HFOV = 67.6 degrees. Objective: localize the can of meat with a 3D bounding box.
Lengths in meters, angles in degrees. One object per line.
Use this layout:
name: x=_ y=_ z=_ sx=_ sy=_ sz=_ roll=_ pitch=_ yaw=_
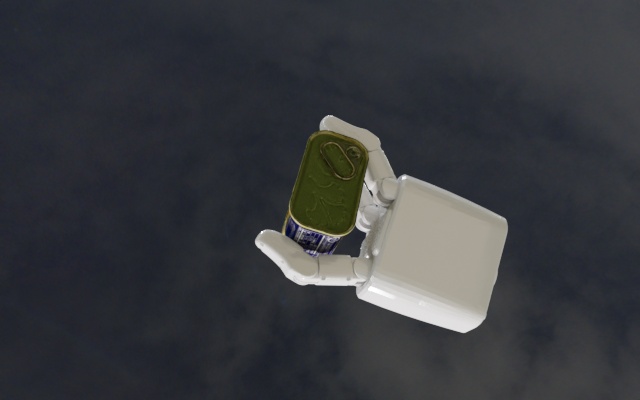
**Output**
can of meat: x=0.000 y=0.002 z=0.442 sx=0.057 sy=0.102 sz=0.084 roll=17 pitch=-31 yaw=-5
